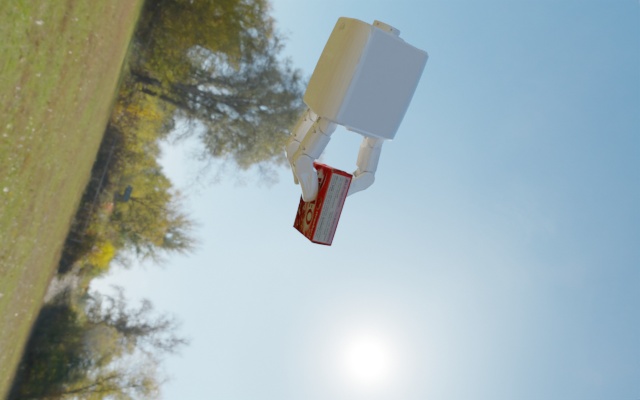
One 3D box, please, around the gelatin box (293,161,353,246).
[{"bbox_3d":[0.000,0.002,0.572,0.030,0.089,0.073,14,6,-23],"label":"gelatin box"}]
